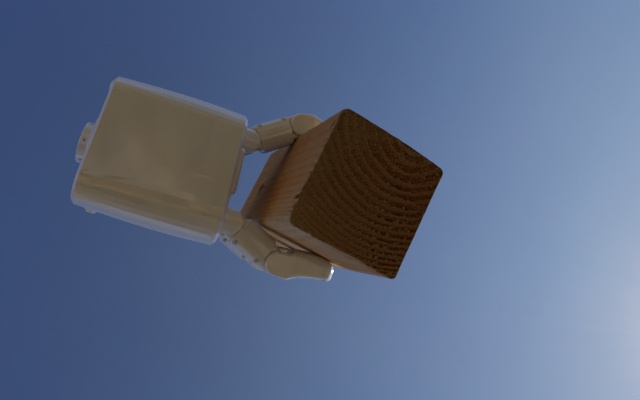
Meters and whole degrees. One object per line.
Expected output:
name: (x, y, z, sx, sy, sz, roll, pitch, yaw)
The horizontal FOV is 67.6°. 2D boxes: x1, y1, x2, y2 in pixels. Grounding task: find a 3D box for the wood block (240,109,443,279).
wood block: (0.000, 0.001, 0.419, 0.090, 0.091, 0.206, 30, -12, -16)
